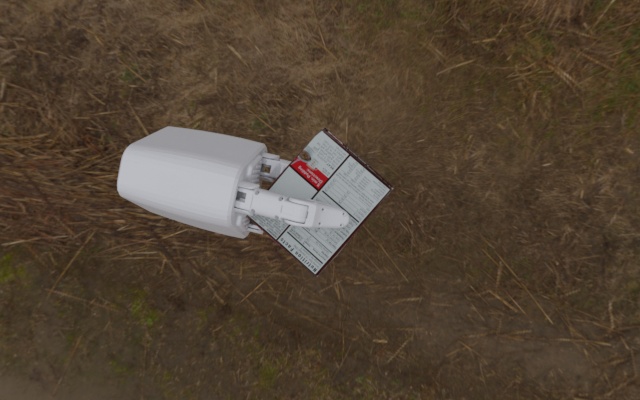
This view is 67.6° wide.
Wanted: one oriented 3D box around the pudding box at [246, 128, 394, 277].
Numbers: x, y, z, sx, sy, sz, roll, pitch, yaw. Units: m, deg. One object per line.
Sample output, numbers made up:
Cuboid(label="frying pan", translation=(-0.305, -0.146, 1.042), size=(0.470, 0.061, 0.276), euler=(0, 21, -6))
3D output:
Cuboid(label="pudding box", translation=(0.000, 0.001, 0.452), size=(0.090, 0.113, 0.039), euler=(41, 7, 2))
